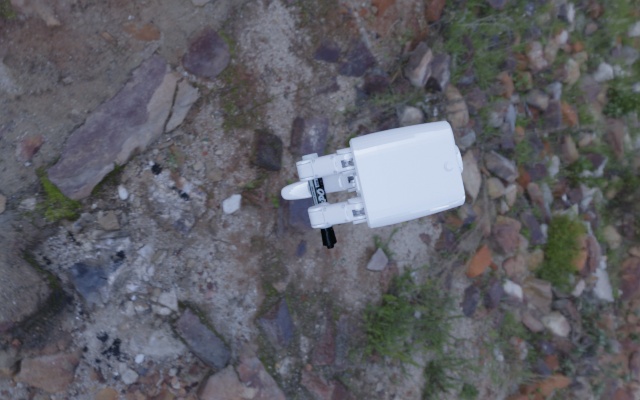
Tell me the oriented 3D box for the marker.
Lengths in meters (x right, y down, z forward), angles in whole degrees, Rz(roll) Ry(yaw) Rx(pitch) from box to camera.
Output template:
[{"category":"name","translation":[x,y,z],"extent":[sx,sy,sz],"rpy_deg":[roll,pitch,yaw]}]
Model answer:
[{"category":"marker","translation":[0.000,0.002,0.596],"extent":[0.020,0.121,0.020],"rpy_deg":[-13,8,2]}]
